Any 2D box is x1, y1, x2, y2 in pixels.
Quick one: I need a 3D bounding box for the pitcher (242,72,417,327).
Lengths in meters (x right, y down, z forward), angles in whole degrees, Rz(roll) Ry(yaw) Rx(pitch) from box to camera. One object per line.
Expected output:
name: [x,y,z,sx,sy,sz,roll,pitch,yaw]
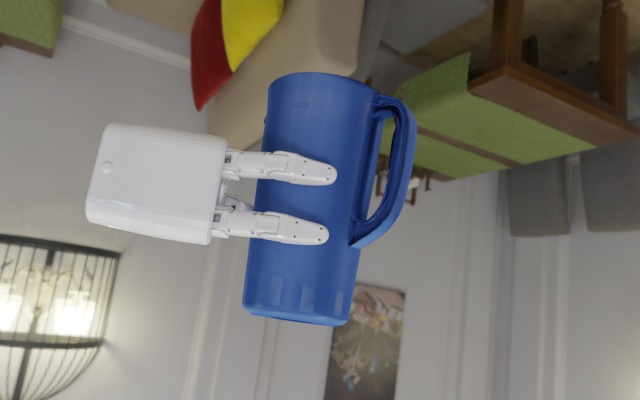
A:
pitcher: [0.000,0.002,0.493,0.145,0.242,0.149,11,-13,-11]
